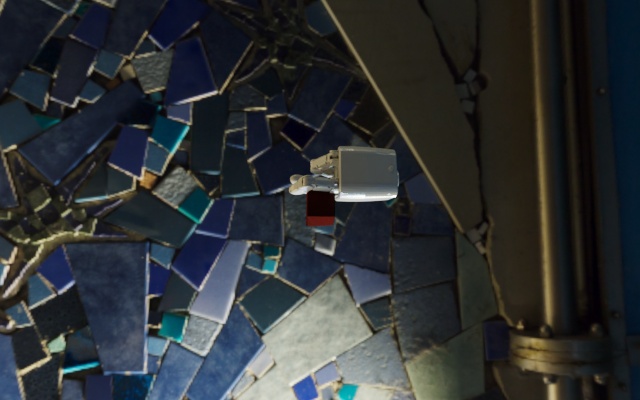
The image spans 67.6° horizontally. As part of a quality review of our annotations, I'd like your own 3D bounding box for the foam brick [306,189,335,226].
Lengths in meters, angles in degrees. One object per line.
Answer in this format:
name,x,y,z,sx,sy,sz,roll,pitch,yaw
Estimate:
foam brick,0.000,0.003,0.876,0.051,0.078,0.053,2,-21,-3
